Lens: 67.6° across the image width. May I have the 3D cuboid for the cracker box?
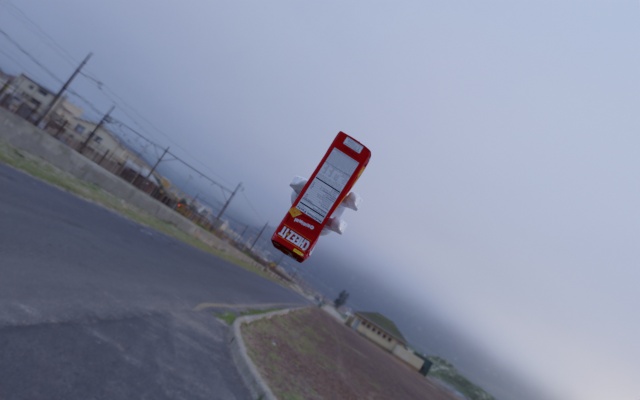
[{"bbox_3d":[0.000,0.003,0.838,0.072,0.213,0.164,32,-10,2],"label":"cracker box"}]
